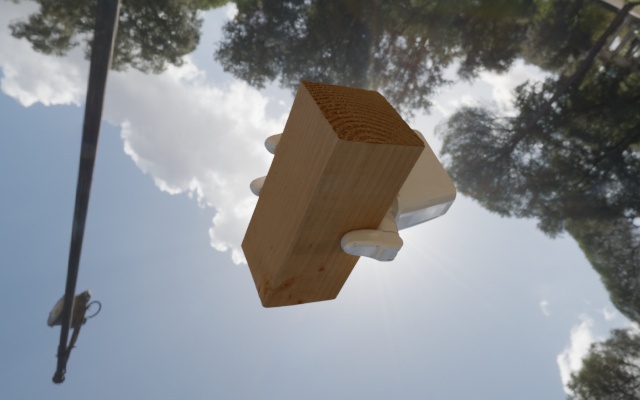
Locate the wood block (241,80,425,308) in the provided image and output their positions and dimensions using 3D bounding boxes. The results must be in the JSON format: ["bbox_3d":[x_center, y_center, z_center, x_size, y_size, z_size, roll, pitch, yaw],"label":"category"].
[{"bbox_3d":[0.000,0.002,0.464,0.090,0.206,0.090,0,42,-31],"label":"wood block"}]
